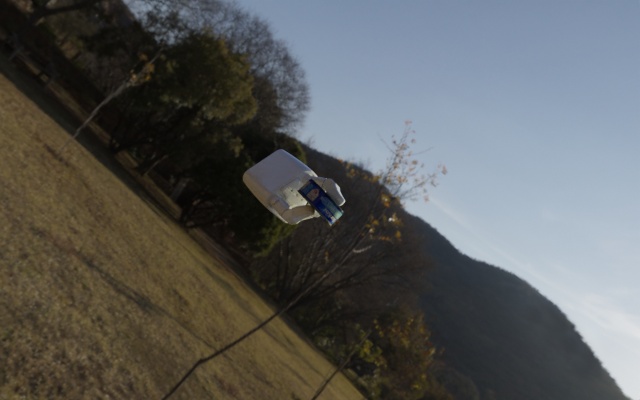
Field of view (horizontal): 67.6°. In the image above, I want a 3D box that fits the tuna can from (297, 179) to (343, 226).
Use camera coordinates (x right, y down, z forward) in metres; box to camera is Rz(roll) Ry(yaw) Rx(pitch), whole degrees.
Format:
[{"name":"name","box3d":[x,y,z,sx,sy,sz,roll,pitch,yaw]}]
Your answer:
[{"name":"tuna can","box3d":[0.001,0.002,0.836,0.034,0.086,0.086,-44,2,-2]}]
